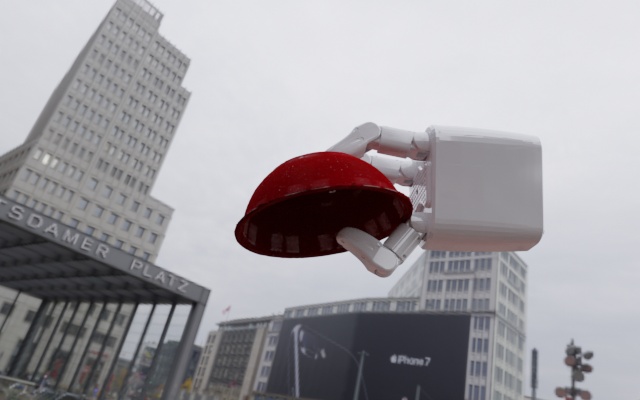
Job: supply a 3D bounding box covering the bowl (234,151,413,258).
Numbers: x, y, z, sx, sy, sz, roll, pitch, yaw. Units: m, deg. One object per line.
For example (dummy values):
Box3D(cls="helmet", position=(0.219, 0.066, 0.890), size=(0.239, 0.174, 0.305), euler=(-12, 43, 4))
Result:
Box3D(cls="bowl", position=(-0.001, 0.001, 0.440), size=(0.162, 0.055, 0.162), euler=(-8, -24, -4))
